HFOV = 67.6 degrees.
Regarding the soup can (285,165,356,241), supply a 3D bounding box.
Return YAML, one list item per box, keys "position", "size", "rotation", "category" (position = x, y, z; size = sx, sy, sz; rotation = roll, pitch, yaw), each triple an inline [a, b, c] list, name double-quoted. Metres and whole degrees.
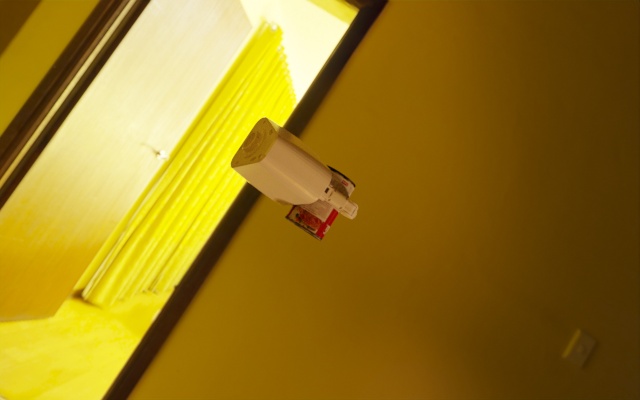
- position: [0.001, 0.002, 0.741]
  size: [0.068, 0.102, 0.068]
  rotation: [32, -5, 3]
  category: "soup can"
